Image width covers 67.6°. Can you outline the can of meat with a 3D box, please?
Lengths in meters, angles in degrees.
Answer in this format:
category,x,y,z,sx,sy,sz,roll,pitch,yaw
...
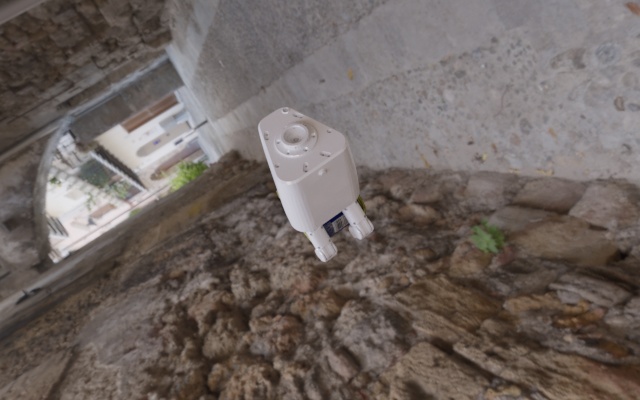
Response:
category,x,y,z,sx,sy,sz,roll,pitch,yaw
can of meat,0.000,0.002,0.666,0.084,0.102,0.057,-34,-29,-11
